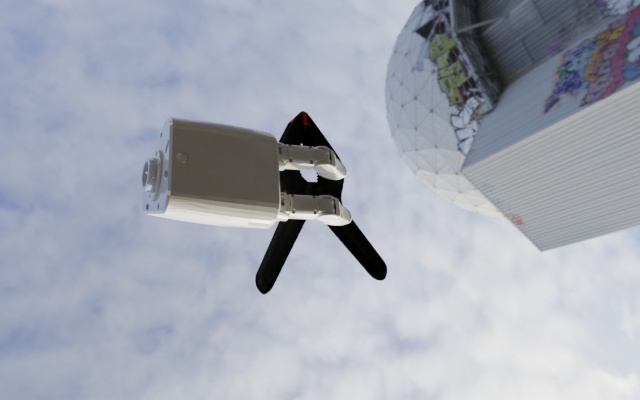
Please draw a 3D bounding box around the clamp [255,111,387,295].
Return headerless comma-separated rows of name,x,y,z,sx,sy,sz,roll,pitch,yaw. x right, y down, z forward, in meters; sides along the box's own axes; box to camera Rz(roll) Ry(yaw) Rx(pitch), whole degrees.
clamp,-0.001,0.001,0.541,0.164,0.210,0.036,8,-23,-33
